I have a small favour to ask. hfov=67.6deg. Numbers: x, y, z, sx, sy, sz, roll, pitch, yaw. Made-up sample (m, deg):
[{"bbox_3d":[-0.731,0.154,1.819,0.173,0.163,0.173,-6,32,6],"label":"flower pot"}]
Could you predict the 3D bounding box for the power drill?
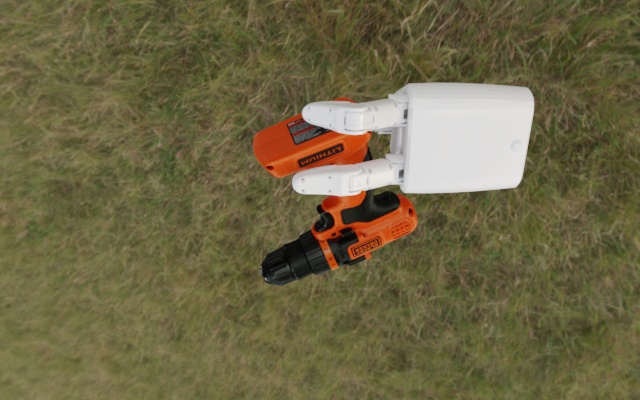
[{"bbox_3d":[0.000,0.001,0.486,0.184,0.057,0.188,-25,-44,-2],"label":"power drill"}]
